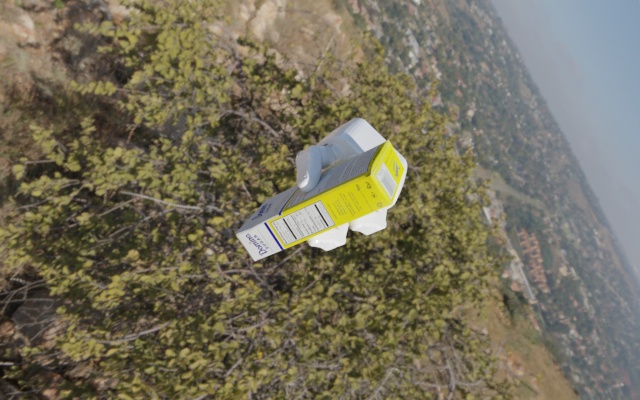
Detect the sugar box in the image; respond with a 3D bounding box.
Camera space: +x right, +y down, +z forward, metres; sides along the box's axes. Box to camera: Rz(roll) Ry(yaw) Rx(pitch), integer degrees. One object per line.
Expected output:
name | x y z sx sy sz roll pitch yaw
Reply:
sugar box | 0.001 0.002 0.523 0.176 0.048 0.093 -27 14 28
